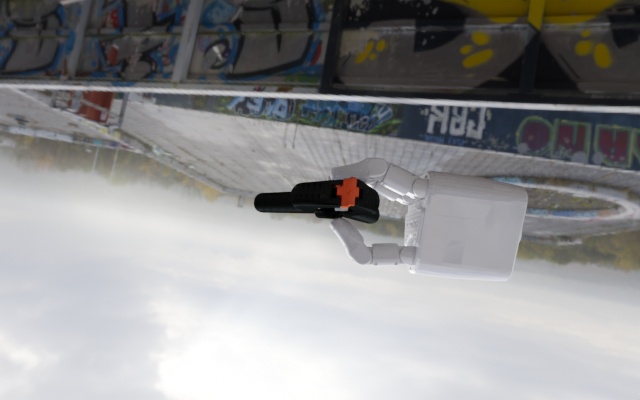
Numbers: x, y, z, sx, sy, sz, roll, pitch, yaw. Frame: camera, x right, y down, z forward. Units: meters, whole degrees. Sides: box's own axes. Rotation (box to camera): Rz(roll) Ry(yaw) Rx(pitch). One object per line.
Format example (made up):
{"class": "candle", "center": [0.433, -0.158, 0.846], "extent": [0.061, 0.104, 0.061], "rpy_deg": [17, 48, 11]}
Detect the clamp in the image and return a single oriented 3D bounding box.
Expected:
{"class": "clamp", "center": [0.000, 0.003, 0.537], "extent": [0.164, 0.036, 0.210], "rpy_deg": [4, -6, -2]}
